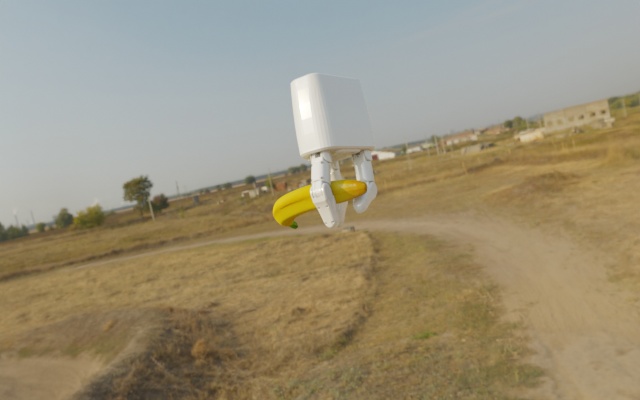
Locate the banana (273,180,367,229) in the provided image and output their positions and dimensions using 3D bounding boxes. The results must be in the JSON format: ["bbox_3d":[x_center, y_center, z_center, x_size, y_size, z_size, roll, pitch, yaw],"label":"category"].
[{"bbox_3d":[-0.017,0.003,0.688,0.069,0.037,0.198,1,-16,-34],"label":"banana"}]
